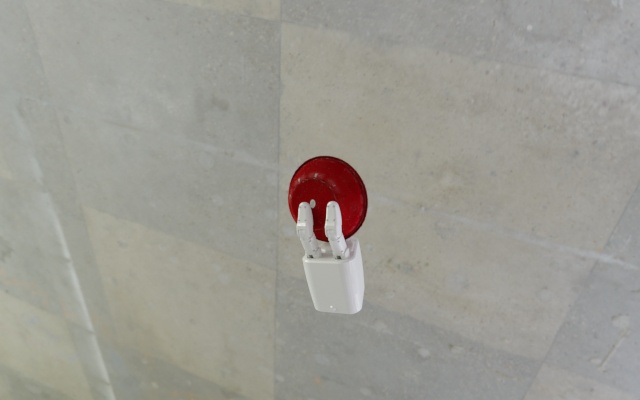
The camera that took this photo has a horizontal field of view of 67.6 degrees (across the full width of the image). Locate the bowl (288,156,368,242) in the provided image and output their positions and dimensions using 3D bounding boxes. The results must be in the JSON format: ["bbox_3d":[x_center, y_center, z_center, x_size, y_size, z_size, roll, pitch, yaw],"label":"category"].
[{"bbox_3d":[-0.001,0.002,0.848,0.162,0.162,0.055,0,10,27],"label":"bowl"}]
